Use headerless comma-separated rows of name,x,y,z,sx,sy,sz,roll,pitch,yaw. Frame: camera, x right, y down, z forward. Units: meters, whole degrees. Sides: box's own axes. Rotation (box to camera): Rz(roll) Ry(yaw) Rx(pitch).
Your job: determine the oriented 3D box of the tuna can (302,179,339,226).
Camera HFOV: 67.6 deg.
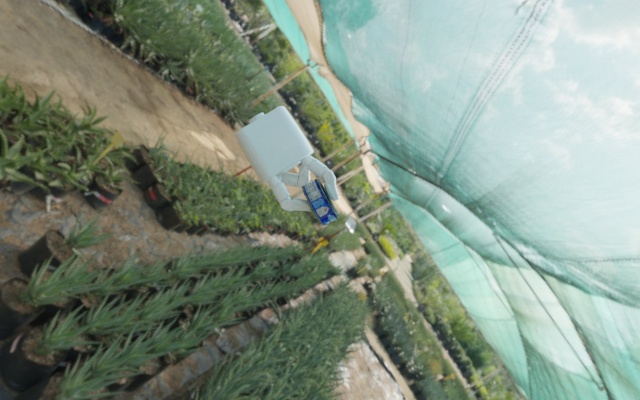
tuna can,0.001,0.003,0.888,0.034,0.086,0.086,-28,-3,5
